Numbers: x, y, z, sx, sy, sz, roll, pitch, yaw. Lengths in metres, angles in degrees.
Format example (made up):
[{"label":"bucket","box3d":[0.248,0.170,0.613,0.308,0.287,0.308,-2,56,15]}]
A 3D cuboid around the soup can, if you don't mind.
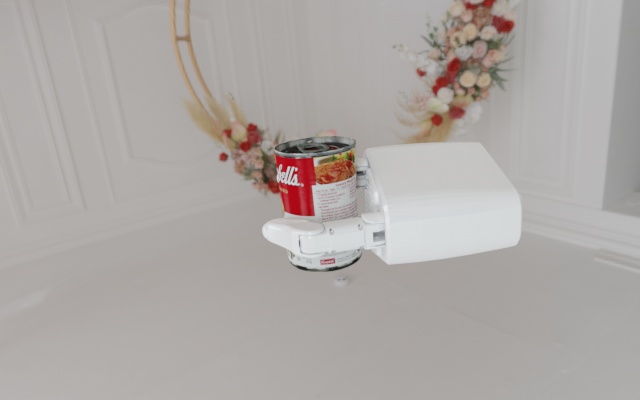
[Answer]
[{"label":"soup can","box3d":[0.000,0.002,0.410,0.068,0.102,0.068,-5,18,2]}]
